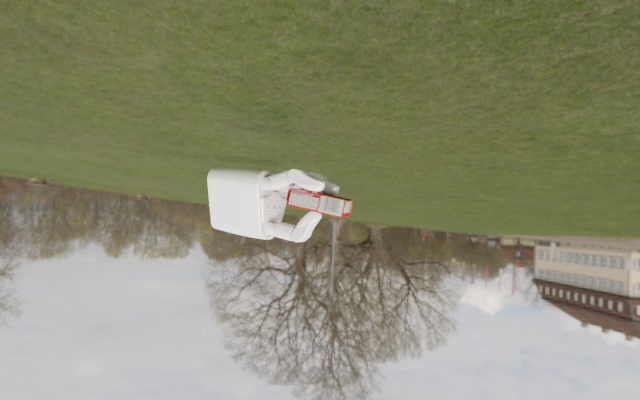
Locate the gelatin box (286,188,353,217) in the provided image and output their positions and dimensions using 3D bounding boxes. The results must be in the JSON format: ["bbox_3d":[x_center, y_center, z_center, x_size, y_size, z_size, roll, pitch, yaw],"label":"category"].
[{"bbox_3d":[0.000,0.003,0.736,0.089,0.030,0.073,12,2,13],"label":"gelatin box"}]
